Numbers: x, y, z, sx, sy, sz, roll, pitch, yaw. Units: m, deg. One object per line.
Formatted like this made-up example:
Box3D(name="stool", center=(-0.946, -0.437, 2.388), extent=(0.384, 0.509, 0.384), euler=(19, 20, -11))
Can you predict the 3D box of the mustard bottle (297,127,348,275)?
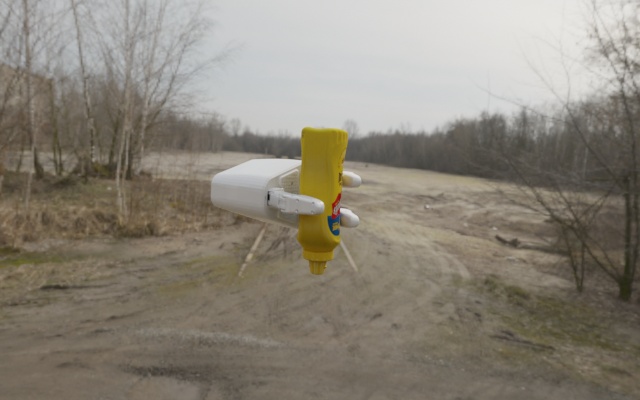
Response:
Box3D(name="mustard bottle", center=(0.000, 0.002, 0.626), extent=(0.058, 0.191, 0.096), euler=(5, 6, 10))
